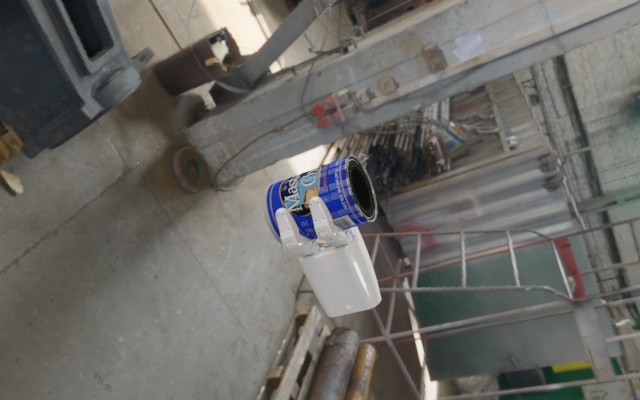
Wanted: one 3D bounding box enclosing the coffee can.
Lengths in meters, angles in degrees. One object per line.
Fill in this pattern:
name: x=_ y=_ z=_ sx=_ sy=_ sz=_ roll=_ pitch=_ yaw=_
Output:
coffee can: x=0.000 y=0.002 z=0.714 sx=0.140 sy=0.103 sz=0.103 roll=-18 pitch=-8 yaw=23
